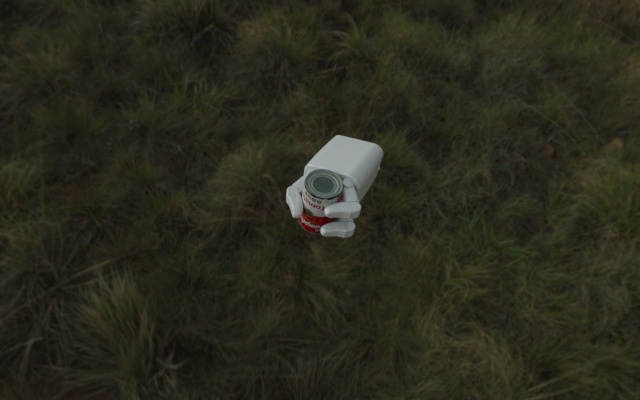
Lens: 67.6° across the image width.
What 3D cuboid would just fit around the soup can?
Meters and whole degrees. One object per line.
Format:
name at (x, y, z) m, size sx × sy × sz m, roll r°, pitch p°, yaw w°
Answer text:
soup can at (0.000, 0.003, 0.830) m, size 0.068 × 0.068 × 0.102 m, roll 0°, pitch -38°, yaw -9°
